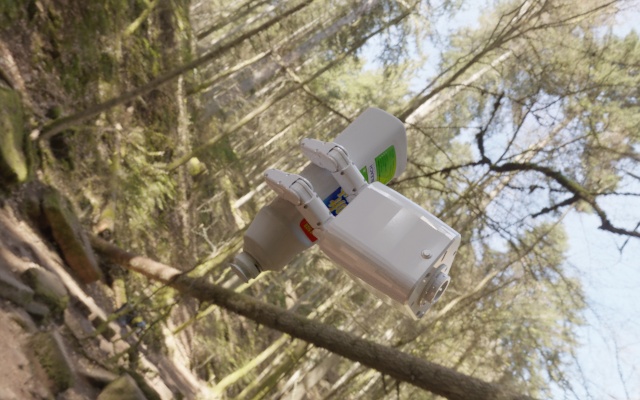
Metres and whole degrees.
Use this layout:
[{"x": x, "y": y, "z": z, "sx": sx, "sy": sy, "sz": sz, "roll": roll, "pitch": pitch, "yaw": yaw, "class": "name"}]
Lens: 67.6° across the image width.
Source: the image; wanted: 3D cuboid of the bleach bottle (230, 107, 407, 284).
[{"x": 0.000, "y": 0.002, "z": 0.549, "sx": 0.068, "sy": 0.250, "sz": 0.103, "roll": 34, "pitch": -26, "yaw": 28, "class": "bleach bottle"}]
